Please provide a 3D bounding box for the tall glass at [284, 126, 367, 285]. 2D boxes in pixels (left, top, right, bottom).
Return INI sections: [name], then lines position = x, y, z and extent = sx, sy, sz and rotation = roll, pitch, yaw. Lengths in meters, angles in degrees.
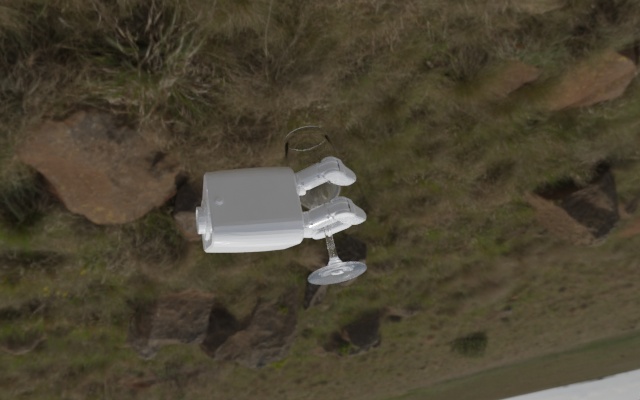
[tall glass]
position = 0.000, 0.003, 0.623
extent = 0.079, 0.201, 0.079
rotation = -10, -25, -5
